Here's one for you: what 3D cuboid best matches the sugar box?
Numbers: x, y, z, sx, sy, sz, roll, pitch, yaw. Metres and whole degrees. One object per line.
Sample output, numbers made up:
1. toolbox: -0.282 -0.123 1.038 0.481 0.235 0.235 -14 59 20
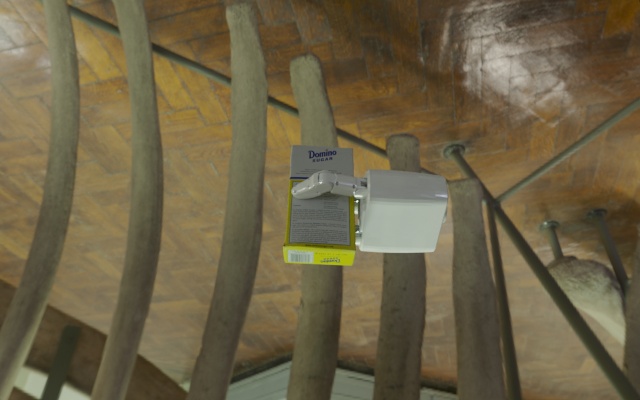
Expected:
1. sugar box: 0.000 0.003 0.664 0.093 0.176 0.048 4 -39 -2
